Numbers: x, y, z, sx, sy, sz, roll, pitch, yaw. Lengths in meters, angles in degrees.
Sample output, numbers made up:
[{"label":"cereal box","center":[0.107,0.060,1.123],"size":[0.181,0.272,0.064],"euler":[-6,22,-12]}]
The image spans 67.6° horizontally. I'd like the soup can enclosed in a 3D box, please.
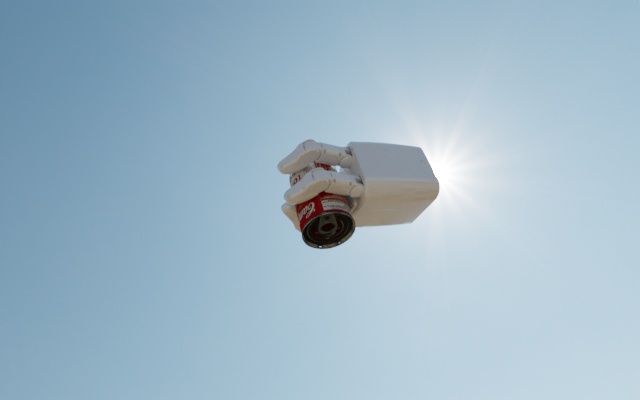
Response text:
[{"label":"soup can","center":[0.000,0.002,0.617],"size":[0.068,0.102,0.069],"euler":[-9,-42,-8]}]
